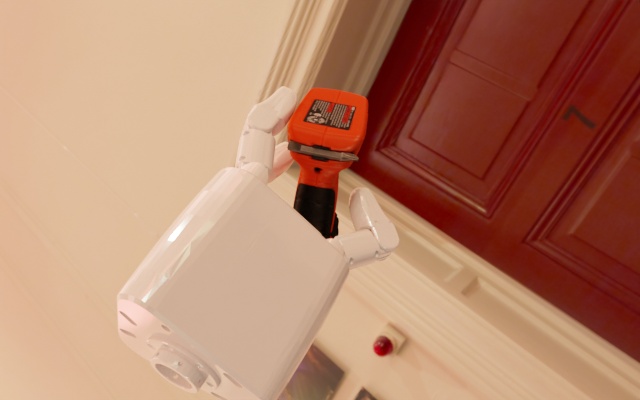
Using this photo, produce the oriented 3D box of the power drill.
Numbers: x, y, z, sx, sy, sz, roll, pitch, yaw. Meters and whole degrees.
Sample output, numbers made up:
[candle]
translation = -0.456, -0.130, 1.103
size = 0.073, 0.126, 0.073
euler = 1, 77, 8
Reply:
[power drill]
translation = 0.000, 0.001, 0.428
size = 0.057, 0.188, 0.184
euler = 9, 30, 3
